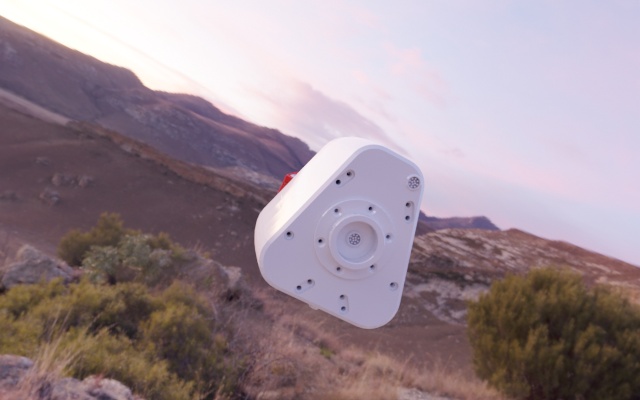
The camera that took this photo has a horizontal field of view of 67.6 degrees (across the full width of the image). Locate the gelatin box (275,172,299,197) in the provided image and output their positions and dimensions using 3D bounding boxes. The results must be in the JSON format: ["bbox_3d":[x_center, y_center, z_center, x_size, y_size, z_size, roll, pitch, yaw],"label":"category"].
[{"bbox_3d":[0.000,0.001,0.471,0.073,0.030,0.089,29,9,4],"label":"gelatin box"}]
